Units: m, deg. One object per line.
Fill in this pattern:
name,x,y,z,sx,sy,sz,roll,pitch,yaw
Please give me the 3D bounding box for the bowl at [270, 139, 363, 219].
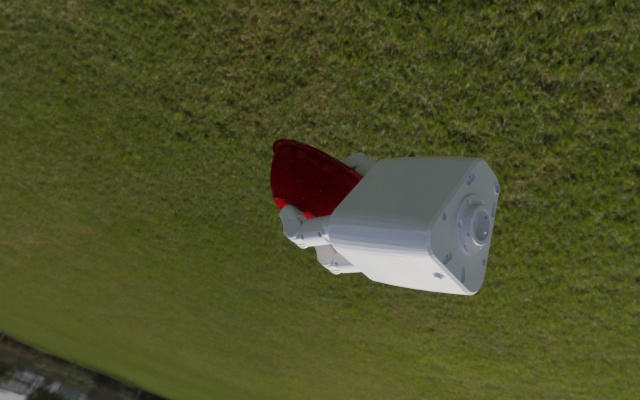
bowl,-0.001,0.002,0.536,0.162,0.055,0.162,31,-13,8
